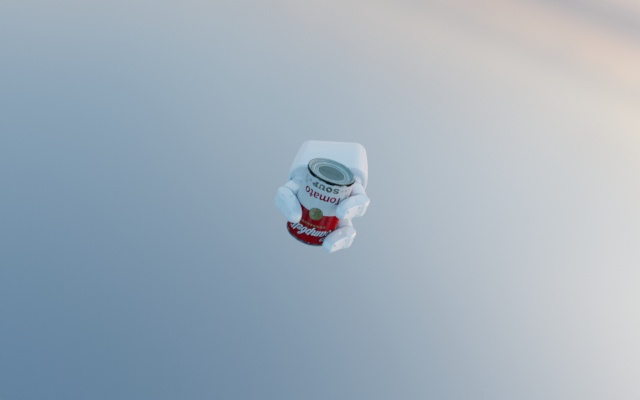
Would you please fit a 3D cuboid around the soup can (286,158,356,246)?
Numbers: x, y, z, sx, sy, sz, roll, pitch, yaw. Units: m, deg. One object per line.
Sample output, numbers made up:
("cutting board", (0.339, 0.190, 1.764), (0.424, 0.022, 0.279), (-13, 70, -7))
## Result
("soup can", (0.000, 0.002, 0.647), (0.068, 0.102, 0.068), (15, 30, -9))
